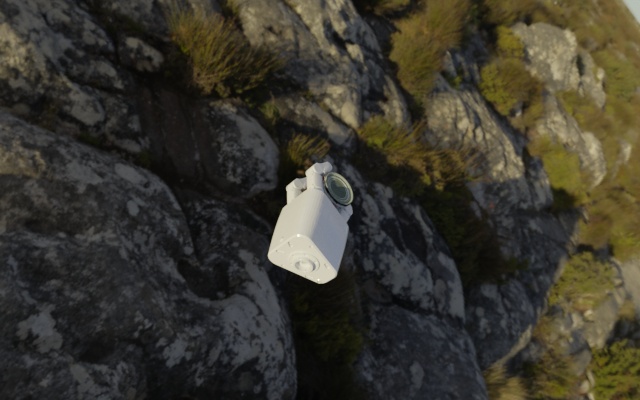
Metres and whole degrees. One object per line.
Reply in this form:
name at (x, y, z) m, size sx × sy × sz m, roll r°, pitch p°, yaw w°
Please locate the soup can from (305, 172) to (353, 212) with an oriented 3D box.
soup can at (0.001, 0.002, 0.851) m, size 0.068 × 0.068 × 0.102 m, roll 0°, pitch -28°, yaw -47°
